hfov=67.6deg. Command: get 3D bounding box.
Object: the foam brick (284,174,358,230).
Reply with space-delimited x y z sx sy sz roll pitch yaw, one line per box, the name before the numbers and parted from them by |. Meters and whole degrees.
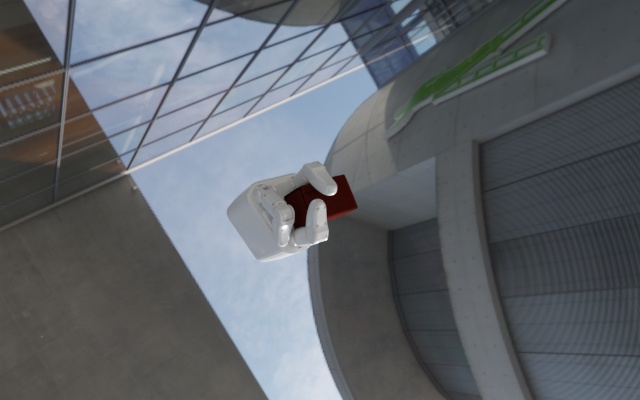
foam brick | 0.000 0.002 0.658 0.078 0.053 0.051 -16 -8 -32
